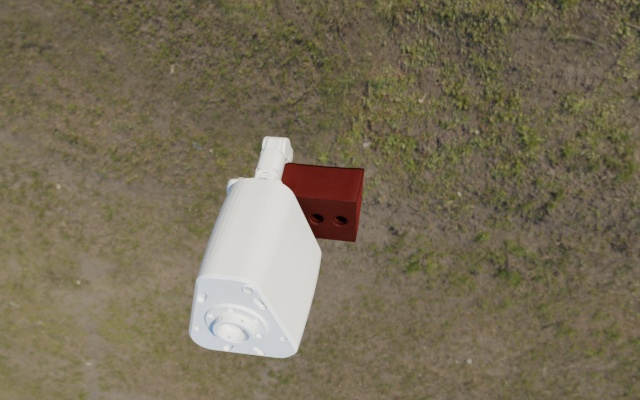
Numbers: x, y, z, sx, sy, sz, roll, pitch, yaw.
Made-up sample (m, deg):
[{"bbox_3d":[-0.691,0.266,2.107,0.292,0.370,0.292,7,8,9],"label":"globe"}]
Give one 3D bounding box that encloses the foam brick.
[{"bbox_3d":[0.000,0.001,0.455,0.078,0.053,0.051,5,41,7],"label":"foam brick"}]
